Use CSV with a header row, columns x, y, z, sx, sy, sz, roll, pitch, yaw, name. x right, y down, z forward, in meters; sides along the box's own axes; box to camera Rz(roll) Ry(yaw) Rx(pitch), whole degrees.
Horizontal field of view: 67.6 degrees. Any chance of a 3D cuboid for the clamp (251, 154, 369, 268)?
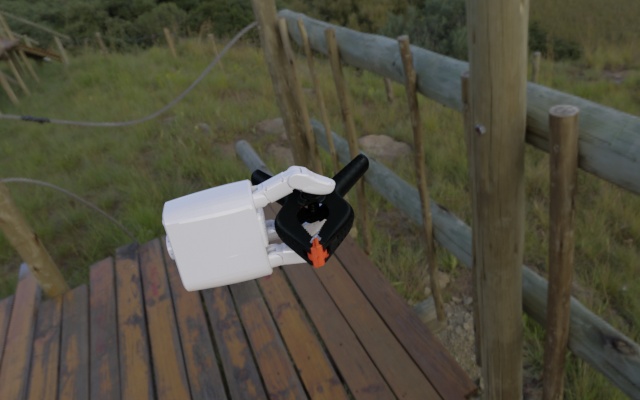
x,y,z,sx,sy,sz,roll,pitch,yaw,name
0.000,0.002,0.593,0.164,0.036,0.209,-13,33,-4,clamp
